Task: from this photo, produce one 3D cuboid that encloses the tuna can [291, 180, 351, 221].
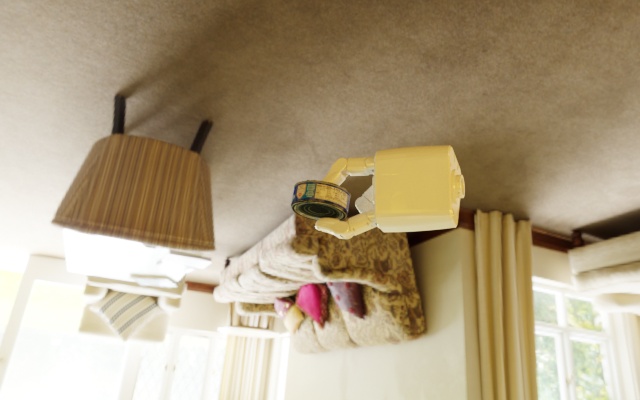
[{"bbox_3d":[0.000,0.003,0.705,0.086,0.033,0.086,9,-20,3],"label":"tuna can"}]
